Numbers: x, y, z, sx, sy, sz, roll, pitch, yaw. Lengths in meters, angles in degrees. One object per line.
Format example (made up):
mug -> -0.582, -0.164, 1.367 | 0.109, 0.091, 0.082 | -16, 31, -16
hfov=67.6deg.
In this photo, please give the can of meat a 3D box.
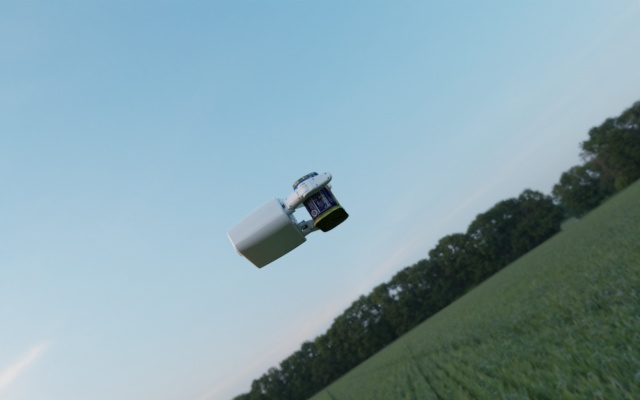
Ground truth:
can of meat -> 0.000, 0.002, 0.854 | 0.057, 0.084, 0.102 | -35, -18, 4
